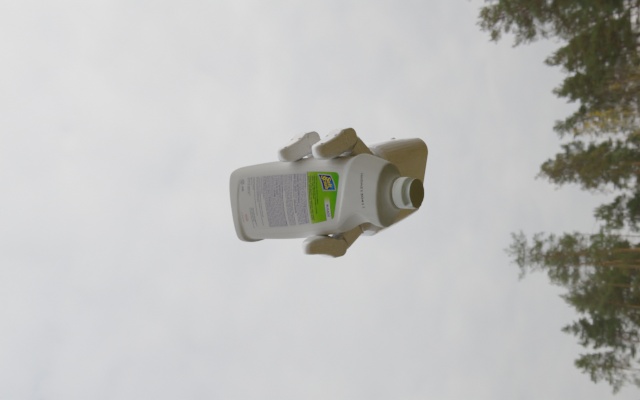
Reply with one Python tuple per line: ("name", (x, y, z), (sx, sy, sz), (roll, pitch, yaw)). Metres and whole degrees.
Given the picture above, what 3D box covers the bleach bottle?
("bleach bottle", (0.000, 0.002, 0.540), (0.251, 0.102, 0.068), (0, 11, 42))
